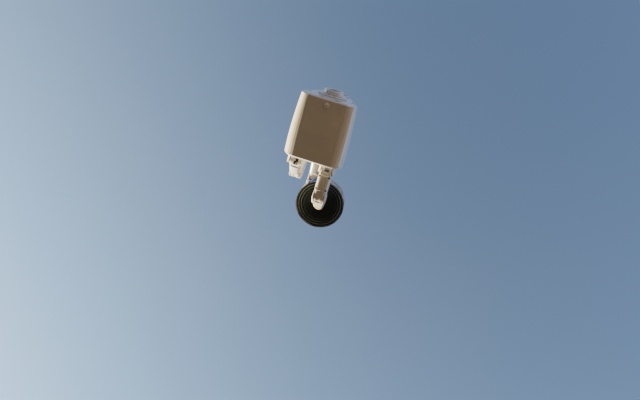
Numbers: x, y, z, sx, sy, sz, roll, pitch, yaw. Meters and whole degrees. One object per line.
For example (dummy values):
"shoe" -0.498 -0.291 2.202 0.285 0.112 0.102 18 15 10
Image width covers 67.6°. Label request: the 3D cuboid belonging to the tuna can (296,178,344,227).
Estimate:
"tuna can" 0.000 0.003 0.860 0.086 0.086 0.033 0 16 7
